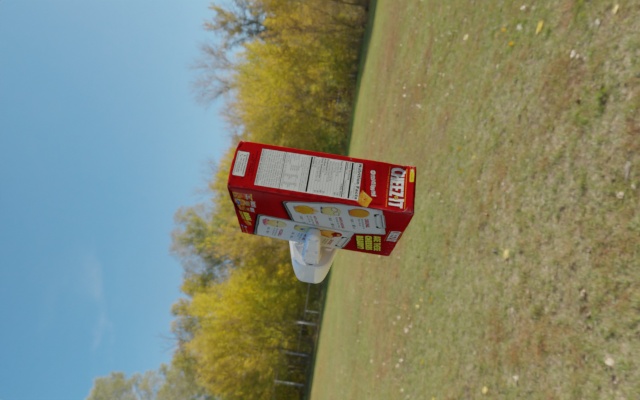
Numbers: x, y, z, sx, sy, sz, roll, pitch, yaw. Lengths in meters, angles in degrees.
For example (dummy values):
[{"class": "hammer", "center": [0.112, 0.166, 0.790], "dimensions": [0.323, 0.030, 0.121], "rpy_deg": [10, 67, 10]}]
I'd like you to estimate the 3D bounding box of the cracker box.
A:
[{"class": "cracker box", "center": [0.000, 0.002, 0.613], "dimensions": [0.214, 0.072, 0.164], "rpy_deg": [8, -23, 1]}]
